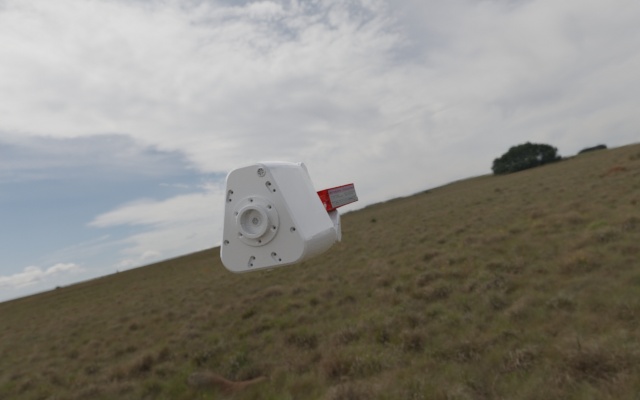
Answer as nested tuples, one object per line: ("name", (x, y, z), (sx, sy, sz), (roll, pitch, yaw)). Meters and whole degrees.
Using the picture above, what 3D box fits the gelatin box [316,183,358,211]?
("gelatin box", (0.000, 0.002, 0.651), (0.073, 0.030, 0.089), (-15, 1, 28))
